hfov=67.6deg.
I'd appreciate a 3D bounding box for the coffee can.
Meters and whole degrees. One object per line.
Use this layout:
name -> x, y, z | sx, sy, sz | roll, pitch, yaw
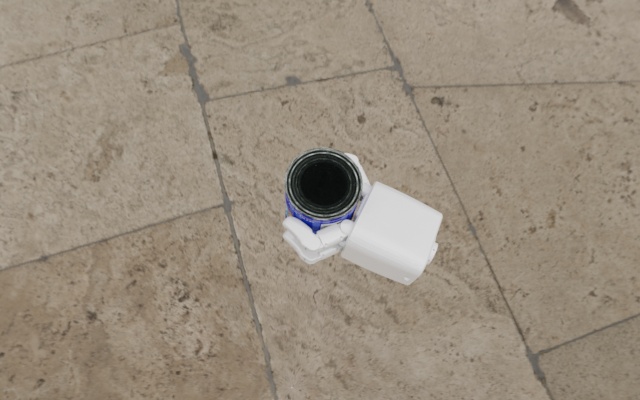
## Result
coffee can -> 0.000, 0.002, 0.680 | 0.103, 0.102, 0.140 | 0, -21, -4
